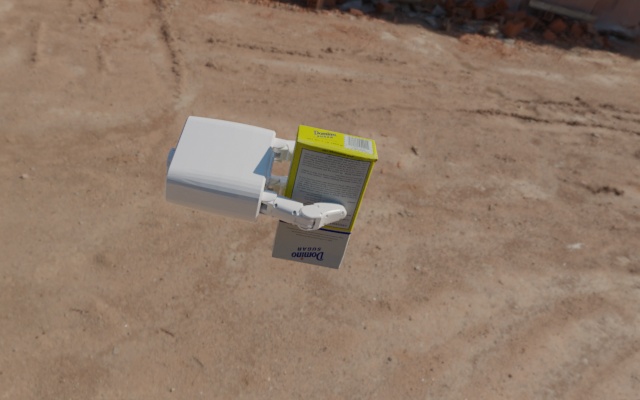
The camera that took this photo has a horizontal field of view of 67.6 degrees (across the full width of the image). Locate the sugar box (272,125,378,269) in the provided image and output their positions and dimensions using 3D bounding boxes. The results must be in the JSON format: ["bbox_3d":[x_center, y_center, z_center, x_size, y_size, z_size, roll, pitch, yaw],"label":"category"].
[{"bbox_3d":[0.000,0.001,0.583,0.093,0.176,0.048,12,38,-7],"label":"sugar box"}]
